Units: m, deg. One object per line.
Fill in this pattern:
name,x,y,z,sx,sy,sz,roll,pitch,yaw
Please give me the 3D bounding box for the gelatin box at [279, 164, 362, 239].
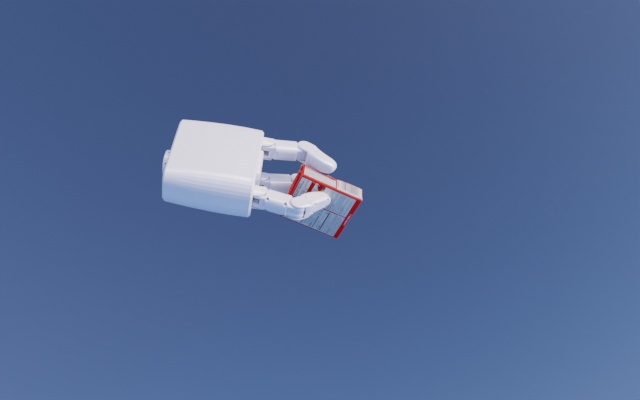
gelatin box,0.000,0.002,0.628,0.089,0.073,0.030,23,33,-11
